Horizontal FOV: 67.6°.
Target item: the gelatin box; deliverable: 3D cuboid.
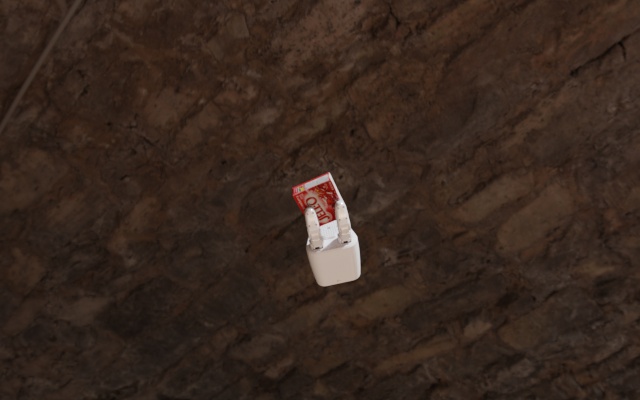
[{"bbox_3d":[0.000,0.002,0.857,0.073,0.089,0.030,-22,35,8],"label":"gelatin box"}]
